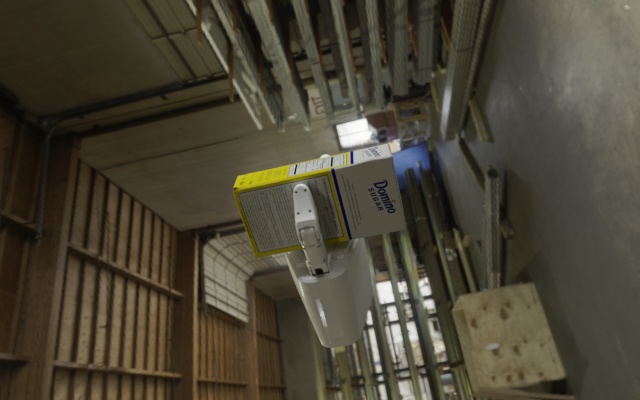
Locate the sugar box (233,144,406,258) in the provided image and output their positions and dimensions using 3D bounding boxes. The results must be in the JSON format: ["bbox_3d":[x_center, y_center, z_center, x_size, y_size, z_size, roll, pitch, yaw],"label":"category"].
[{"bbox_3d":[0.000,0.002,0.536,0.176,0.093,0.048,-12,27,6],"label":"sugar box"}]
